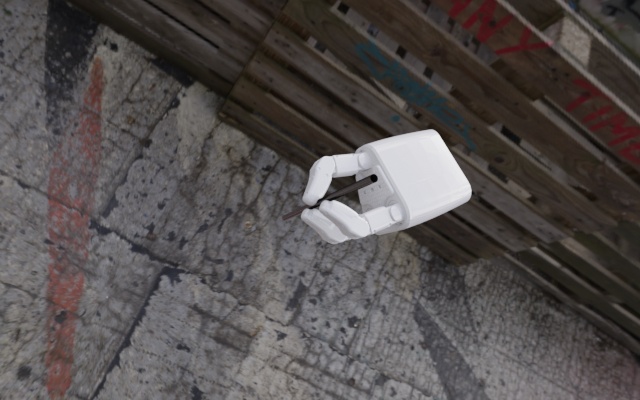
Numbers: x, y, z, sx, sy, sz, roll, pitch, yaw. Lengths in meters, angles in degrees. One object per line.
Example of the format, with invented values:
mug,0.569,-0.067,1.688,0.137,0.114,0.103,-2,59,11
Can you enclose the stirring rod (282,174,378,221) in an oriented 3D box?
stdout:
stirring rod,0.000,0.002,0.537,0.011,0.011,0.239,0,-10,-24
